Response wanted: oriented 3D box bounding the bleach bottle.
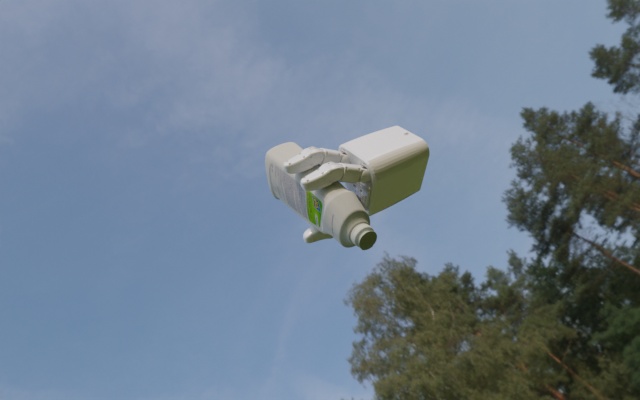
[{"bbox_3d":[0.000,0.002,0.707,0.068,0.103,0.250,-24,37,-20],"label":"bleach bottle"}]
